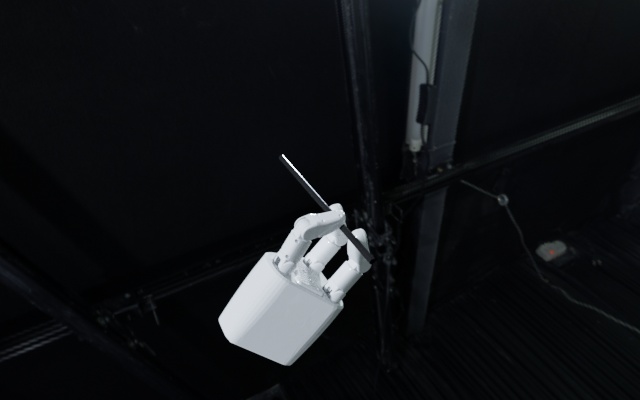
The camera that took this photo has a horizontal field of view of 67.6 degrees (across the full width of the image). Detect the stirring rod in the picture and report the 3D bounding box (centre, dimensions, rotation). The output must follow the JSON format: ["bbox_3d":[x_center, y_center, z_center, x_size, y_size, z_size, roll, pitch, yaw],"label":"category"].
[{"bbox_3d":[0.000,0.002,0.598,0.011,0.011,0.239,0,32,-33],"label":"stirring rod"}]
